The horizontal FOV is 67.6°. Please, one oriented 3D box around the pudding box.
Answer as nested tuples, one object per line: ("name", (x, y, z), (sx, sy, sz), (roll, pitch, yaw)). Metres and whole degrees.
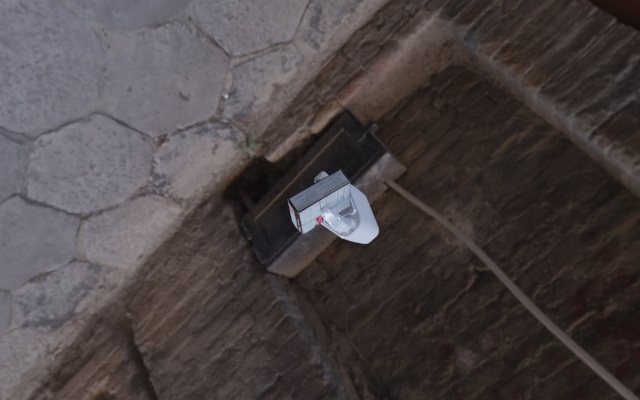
("pudding box", (0.000, 0.003, 0.860), (0.113, 0.039, 0.090), (-32, -26, -13))
